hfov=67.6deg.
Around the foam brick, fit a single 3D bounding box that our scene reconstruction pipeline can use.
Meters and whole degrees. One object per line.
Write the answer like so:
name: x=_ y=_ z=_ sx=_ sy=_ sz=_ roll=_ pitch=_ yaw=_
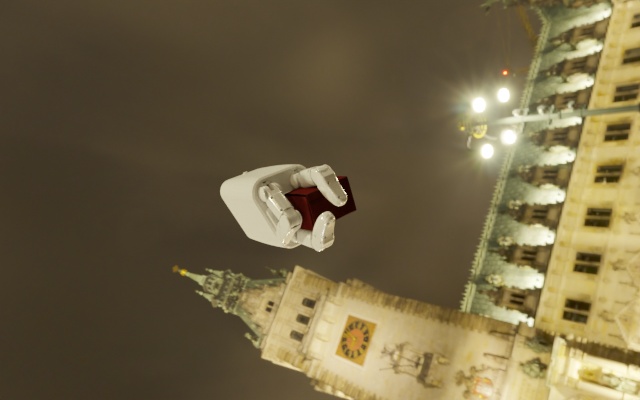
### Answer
foam brick: x=0.000 y=0.002 z=0.657 sx=0.078 sy=0.053 sz=0.051 roll=-24 pitch=16 yaw=-35
